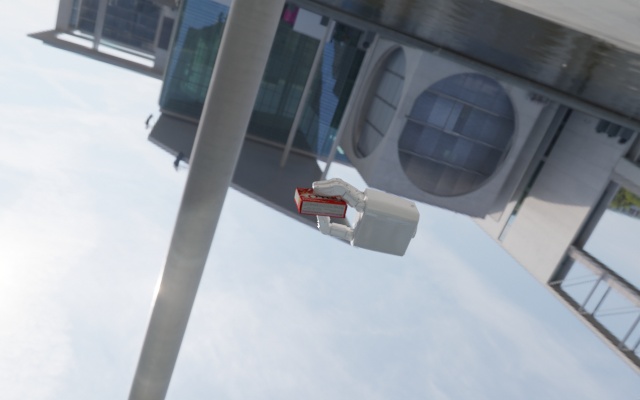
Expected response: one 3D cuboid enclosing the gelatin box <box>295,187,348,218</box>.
[{"bbox_3d":[0.000,0.003,0.899,0.089,0.030,0.073,5,20,-12],"label":"gelatin box"}]
